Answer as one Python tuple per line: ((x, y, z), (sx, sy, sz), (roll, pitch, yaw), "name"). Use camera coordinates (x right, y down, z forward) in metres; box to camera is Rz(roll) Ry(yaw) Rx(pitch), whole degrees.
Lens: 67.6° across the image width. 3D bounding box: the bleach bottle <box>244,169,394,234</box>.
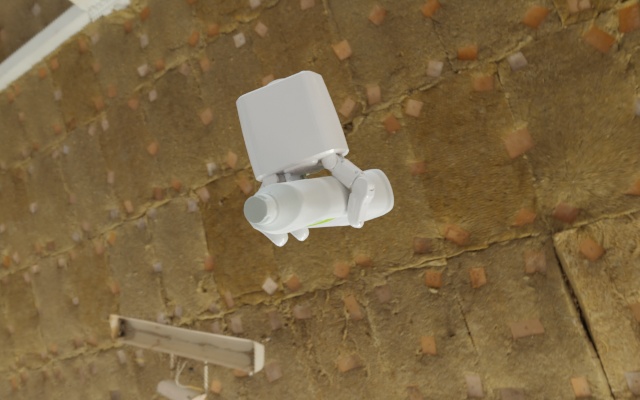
((0.000, 0.002, 0.585), (0.102, 0.068, 0.251), (-21, -8, 27), "bleach bottle")
